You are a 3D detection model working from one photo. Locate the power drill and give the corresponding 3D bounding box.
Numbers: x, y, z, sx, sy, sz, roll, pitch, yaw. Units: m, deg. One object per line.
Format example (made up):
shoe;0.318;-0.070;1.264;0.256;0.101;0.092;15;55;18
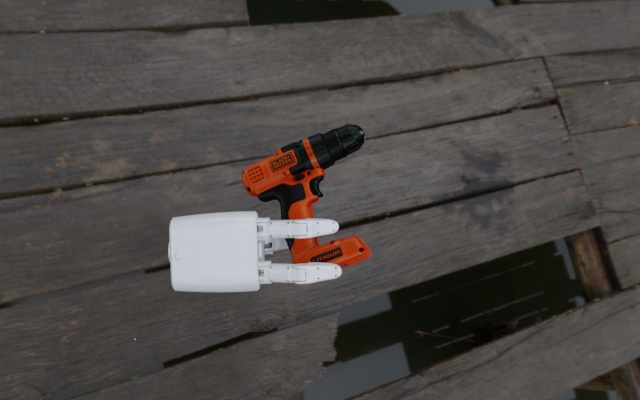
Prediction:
power drill;0.000;0.003;0.650;0.184;0.187;0.057;-24;-19;8
